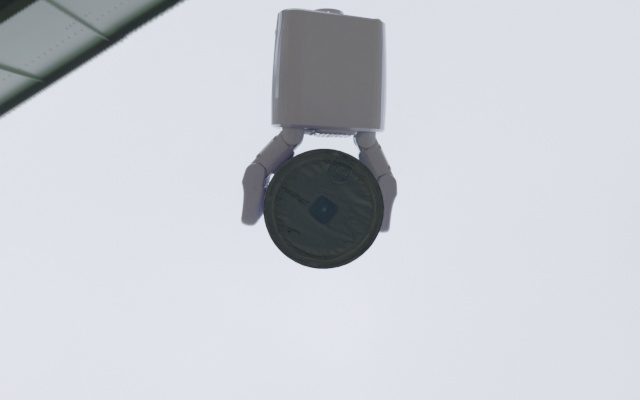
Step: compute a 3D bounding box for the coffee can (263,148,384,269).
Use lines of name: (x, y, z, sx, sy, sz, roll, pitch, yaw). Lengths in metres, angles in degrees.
coffee can: (0.000, 0.002, 0.470, 0.103, 0.103, 0.140, 0, 5, -2)
